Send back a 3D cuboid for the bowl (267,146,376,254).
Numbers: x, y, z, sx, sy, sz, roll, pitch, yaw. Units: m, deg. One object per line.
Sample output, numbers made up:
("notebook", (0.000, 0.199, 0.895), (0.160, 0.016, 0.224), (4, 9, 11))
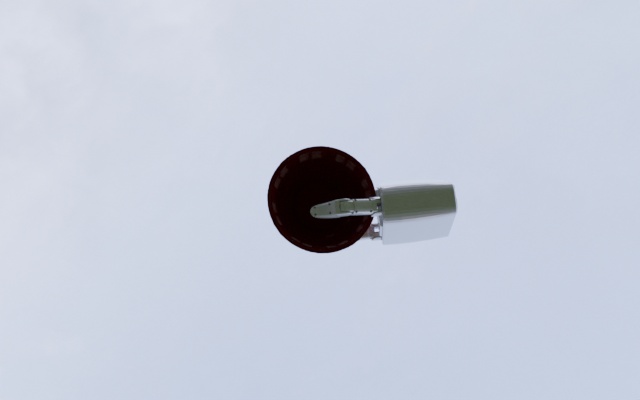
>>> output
("bowl", (-0.001, 0.002, 0.724), (0.162, 0.162, 0.055), (0, -12, -6))
